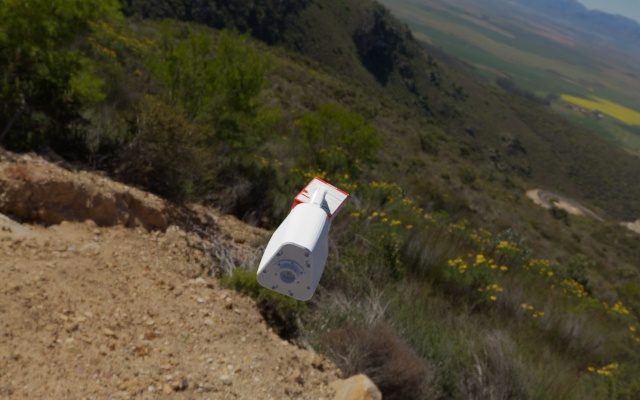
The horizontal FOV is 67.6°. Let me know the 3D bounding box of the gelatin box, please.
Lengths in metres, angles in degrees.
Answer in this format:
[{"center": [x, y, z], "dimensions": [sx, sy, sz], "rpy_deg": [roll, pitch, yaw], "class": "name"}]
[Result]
[{"center": [0.000, 0.002, 0.871], "dimensions": [0.073, 0.030, 0.089], "rpy_deg": [28, 39, 11], "class": "gelatin box"}]
